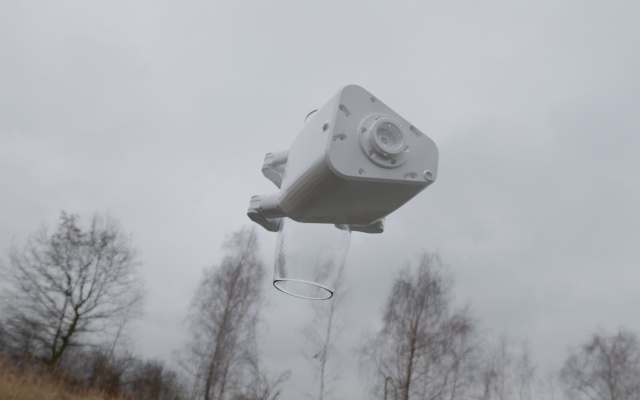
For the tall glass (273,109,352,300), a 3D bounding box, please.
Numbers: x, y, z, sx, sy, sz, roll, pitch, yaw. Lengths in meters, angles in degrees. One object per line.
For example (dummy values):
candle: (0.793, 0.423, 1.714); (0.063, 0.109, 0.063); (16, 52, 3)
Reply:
tall glass: (0.000, 0.001, 0.519); (0.079, 0.201, 0.079); (9, -25, 4)
